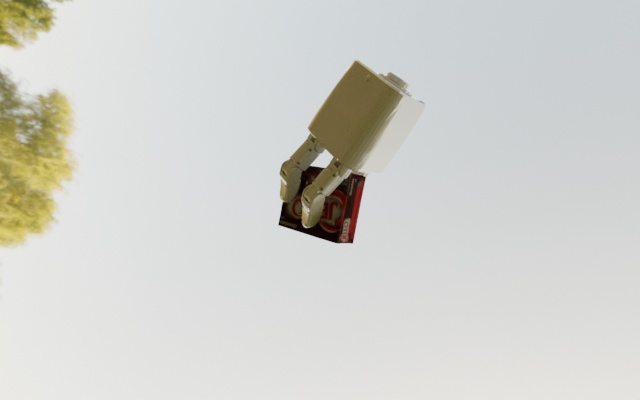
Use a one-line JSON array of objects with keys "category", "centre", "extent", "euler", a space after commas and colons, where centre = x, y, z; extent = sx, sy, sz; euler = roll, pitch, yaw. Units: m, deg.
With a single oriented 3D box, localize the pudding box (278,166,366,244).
[{"category": "pudding box", "centre": [0.000, 0.002, 0.631], "extent": [0.113, 0.090, 0.039], "euler": [13, 3, 43]}]
